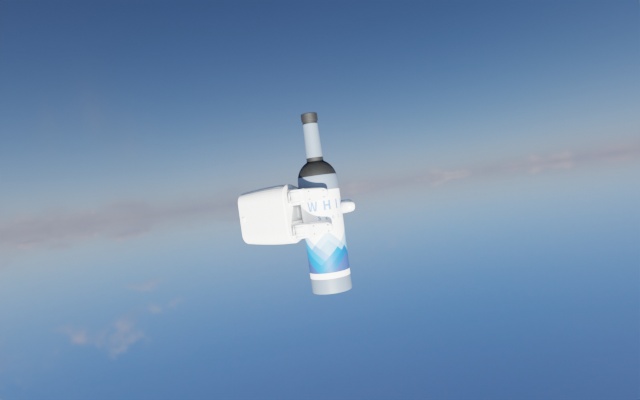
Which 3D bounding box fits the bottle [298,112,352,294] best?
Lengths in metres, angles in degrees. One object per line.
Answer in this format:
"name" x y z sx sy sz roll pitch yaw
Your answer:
"bottle" 0.000 0.003 0.792 0.069 0.295 0.069 -8 1 0
